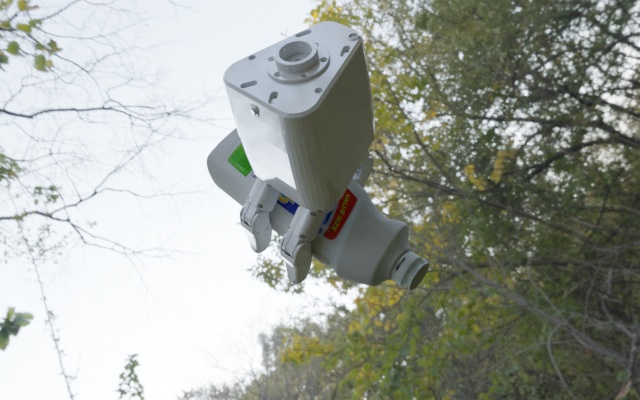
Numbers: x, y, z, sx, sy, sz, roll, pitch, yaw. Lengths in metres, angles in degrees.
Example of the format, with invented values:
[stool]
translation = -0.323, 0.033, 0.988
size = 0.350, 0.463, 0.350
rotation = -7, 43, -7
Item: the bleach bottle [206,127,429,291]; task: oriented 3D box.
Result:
[bleach bottle]
translation = 0.000, 0.002, 0.478
size = 0.250, 0.102, 0.068
rotation = 33, -24, 30
